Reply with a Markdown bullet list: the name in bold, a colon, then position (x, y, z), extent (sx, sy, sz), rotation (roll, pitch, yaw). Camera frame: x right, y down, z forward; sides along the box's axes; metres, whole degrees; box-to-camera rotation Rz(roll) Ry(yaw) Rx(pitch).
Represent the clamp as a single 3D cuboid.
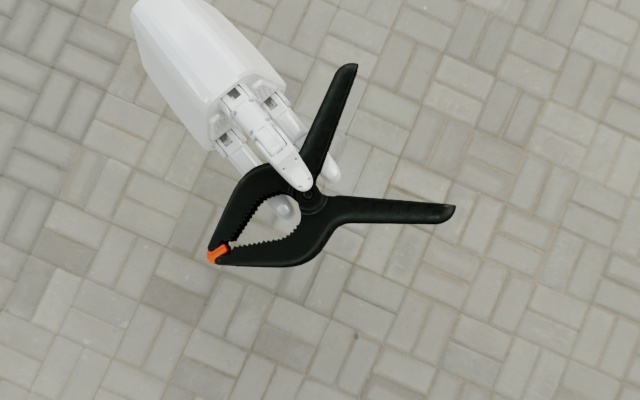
- **clamp**: position (-0.001, 0.001, 0.414), extent (0.210, 0.164, 0.036), rotation (-40, -8, -3)
